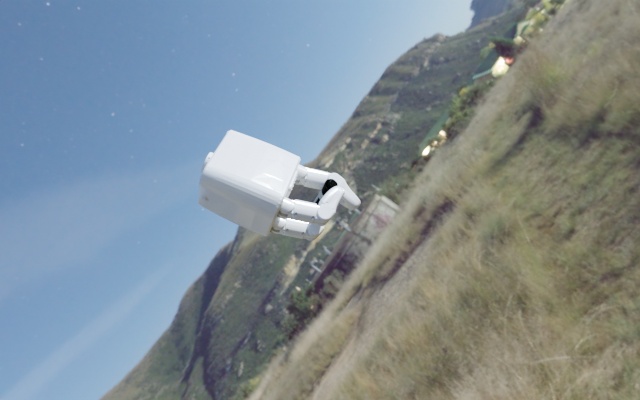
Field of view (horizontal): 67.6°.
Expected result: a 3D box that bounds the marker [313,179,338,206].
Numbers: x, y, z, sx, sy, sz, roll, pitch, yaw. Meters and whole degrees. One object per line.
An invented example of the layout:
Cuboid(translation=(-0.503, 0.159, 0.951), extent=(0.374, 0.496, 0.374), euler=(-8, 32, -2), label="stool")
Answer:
Cuboid(translation=(0.000, 0.002, 0.692), extent=(0.020, 0.020, 0.121), euler=(0, -25, -17), label="marker")
